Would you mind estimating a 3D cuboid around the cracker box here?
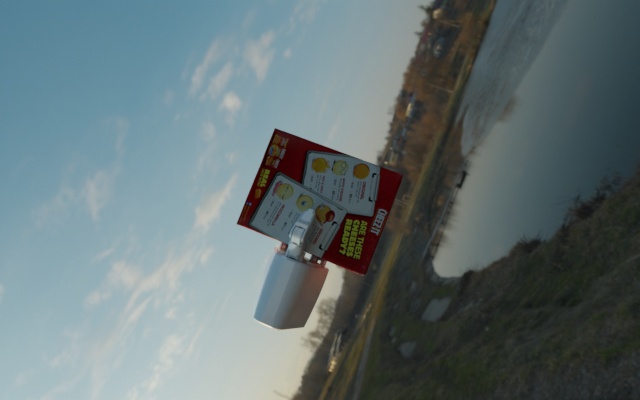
[{"bbox_3d":[0.000,0.002,0.751,0.213,0.164,0.072,21,-2,9],"label":"cracker box"}]
